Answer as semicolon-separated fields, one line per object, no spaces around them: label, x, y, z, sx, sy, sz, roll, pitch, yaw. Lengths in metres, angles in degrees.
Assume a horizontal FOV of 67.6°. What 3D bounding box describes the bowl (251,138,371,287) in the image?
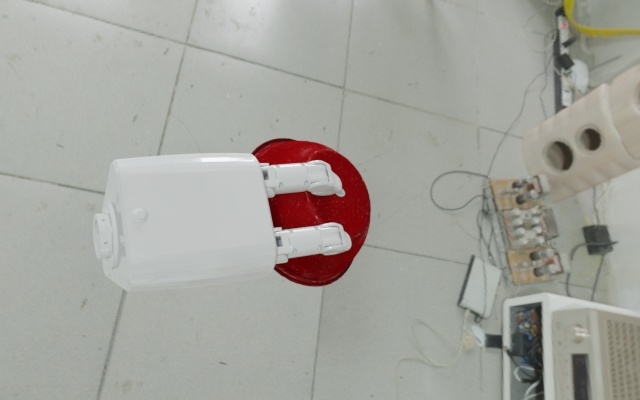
bowl;0.001;0.001;0.480;0.162;0.162;0.055;0;-19;-45
